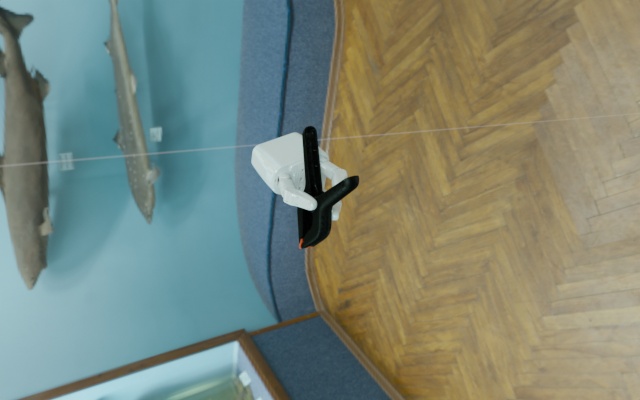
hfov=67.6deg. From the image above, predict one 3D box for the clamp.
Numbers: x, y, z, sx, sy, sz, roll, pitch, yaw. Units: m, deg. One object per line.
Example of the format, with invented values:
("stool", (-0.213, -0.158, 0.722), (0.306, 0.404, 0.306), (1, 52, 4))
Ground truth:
("clamp", (-0.001, 0.003, 0.793), (0.036, 0.210, 0.164), (-6, 32, -28))
